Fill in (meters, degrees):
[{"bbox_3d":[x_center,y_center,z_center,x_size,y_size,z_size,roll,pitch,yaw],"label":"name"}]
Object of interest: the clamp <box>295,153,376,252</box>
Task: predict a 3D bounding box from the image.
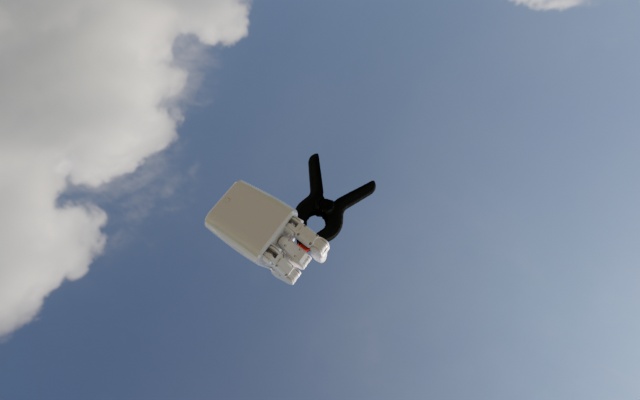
[{"bbox_3d":[0.000,0.003,0.770,0.120,0.171,0.039,31,-28,13],"label":"clamp"}]
